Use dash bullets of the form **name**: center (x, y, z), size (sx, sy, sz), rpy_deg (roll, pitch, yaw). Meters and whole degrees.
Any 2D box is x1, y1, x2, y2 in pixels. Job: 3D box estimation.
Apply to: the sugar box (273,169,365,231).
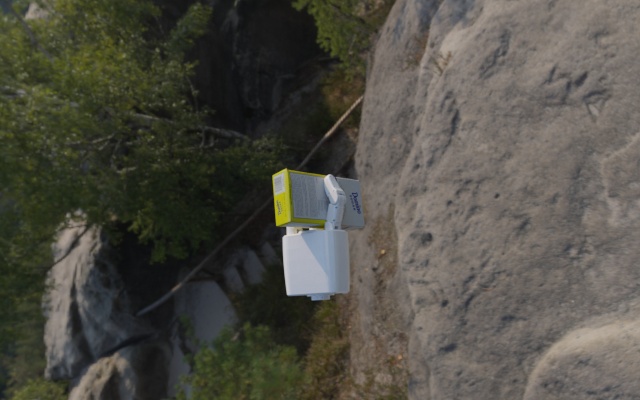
- **sugar box**: center (0.000, 0.003, 0.849), size (0.176, 0.093, 0.048), rpy_deg (8, -19, -43)
